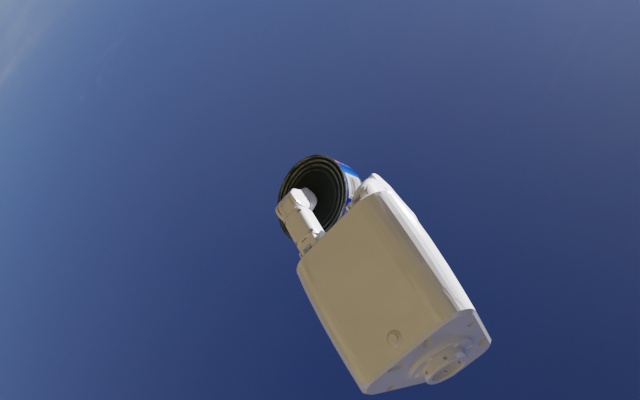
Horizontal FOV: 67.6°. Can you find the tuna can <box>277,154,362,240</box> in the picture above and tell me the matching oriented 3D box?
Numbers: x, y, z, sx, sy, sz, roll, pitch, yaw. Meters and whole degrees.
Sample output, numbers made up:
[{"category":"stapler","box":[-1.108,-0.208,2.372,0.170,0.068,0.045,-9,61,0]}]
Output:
[{"category":"tuna can","box":[0.000,0.002,0.459,0.086,0.086,0.034,0,-12,41]}]
